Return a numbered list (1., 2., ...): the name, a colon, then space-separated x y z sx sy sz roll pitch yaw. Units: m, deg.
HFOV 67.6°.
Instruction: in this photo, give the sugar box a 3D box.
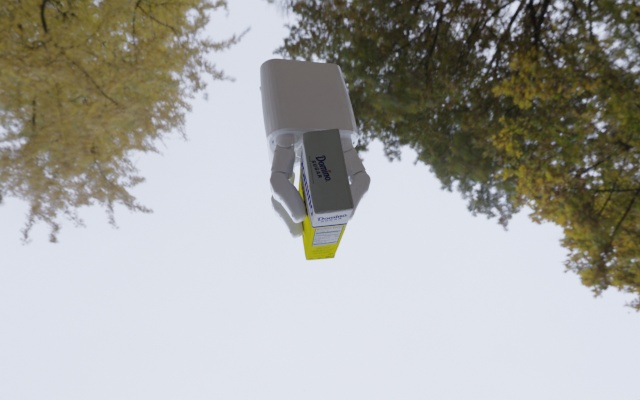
1. sugar box: 0.000 0.002 0.551 0.048 0.093 0.176 -7 -22 -5
